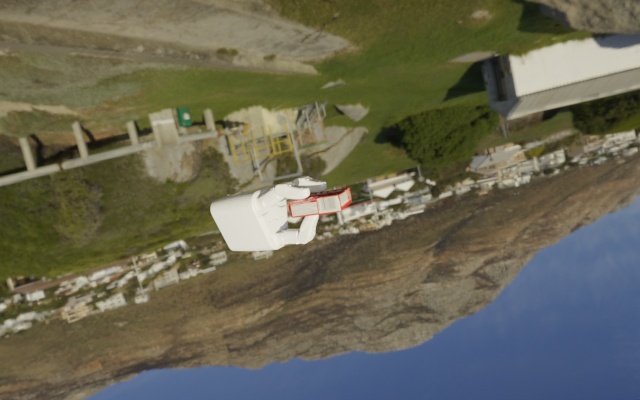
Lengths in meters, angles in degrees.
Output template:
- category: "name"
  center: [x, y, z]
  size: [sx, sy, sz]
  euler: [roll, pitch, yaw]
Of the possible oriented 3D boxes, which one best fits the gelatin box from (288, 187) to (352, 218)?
- category: "gelatin box"
  center: [0.001, 0.003, 0.794]
  size: [0.089, 0.030, 0.073]
  euler: [-8, 8, 19]
